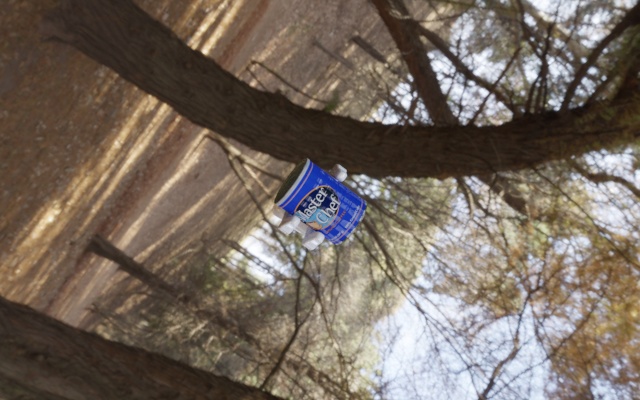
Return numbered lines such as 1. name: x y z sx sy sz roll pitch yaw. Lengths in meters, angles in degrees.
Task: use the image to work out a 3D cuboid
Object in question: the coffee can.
1. coffee can: 0.000 0.003 0.884 0.140 0.103 0.103 35 -10 -14
